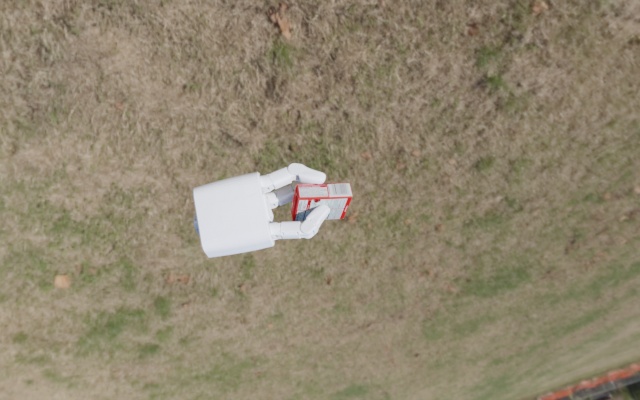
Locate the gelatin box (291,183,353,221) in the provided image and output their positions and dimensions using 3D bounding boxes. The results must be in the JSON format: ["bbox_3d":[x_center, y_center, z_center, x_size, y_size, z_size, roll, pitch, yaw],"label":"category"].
[{"bbox_3d":[0.001,0.003,0.764,0.089,0.030,0.073,-2,-30,-11],"label":"gelatin box"}]
